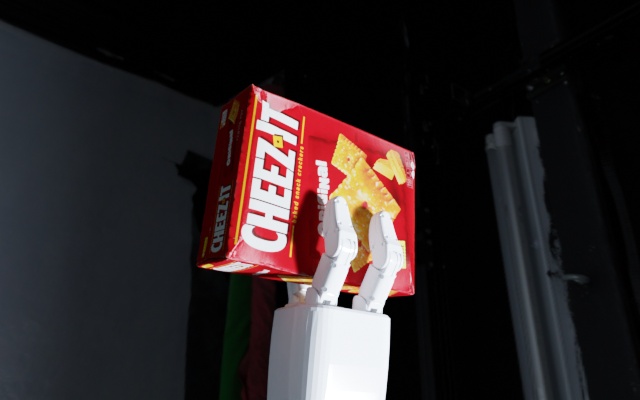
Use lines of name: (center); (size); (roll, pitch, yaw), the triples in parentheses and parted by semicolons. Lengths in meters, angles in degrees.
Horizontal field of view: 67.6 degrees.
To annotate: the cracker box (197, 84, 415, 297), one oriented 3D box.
cracker box: (0.000, 0.002, 0.480); (0.214, 0.164, 0.072); (17, -22, -33)
